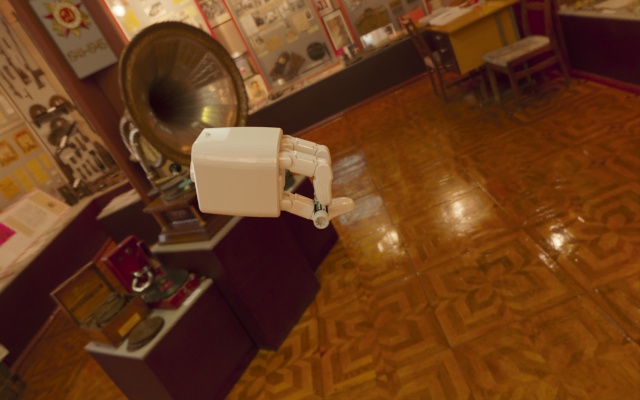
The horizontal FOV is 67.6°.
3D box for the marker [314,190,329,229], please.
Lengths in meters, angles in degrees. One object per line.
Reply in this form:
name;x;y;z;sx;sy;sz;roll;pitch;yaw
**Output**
marker;0.000;0.002;0.641;0.020;0.020;0.121;0;24;-1
